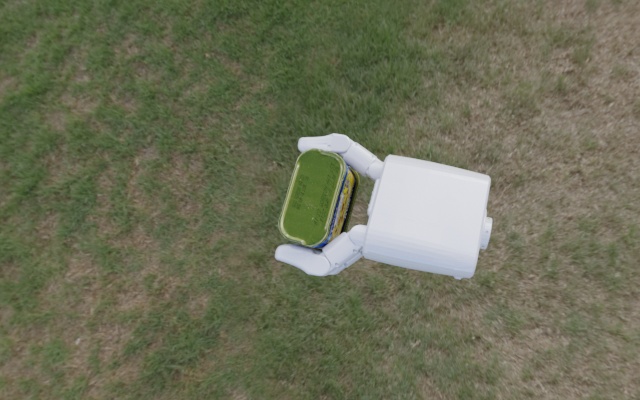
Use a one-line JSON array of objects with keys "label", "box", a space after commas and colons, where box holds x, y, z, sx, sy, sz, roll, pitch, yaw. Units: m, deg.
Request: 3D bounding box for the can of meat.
[{"label": "can of meat", "box": [0.000, 0.001, 0.505, 0.057, 0.102, 0.084, 14, -4, 14]}]
